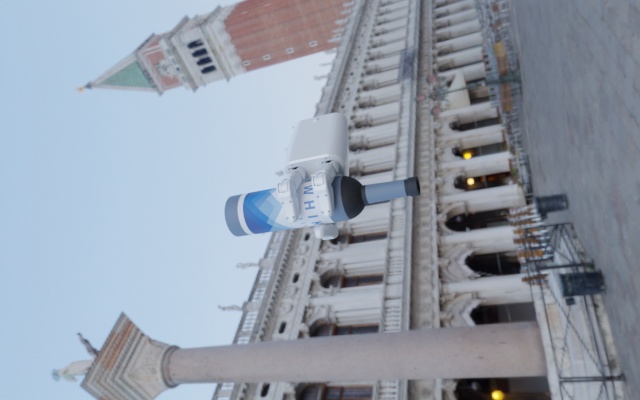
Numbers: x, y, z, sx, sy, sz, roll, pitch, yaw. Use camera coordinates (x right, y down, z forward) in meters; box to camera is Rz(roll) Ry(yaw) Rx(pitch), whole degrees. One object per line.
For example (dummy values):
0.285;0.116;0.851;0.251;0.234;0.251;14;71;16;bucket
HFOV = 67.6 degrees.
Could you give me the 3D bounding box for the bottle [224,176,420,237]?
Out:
0.000;0.002;0.715;0.296;0.069;0.069;-10;-3;20;bottle
